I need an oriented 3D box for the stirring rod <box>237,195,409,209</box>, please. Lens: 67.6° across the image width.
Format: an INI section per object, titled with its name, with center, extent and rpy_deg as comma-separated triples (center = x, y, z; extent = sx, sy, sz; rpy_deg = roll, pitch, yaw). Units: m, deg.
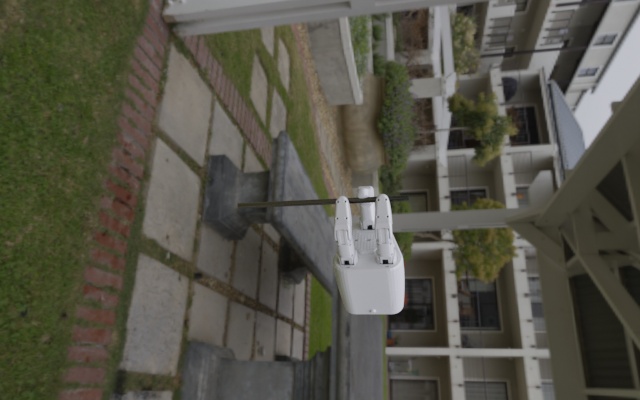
[stirring rod]
center = 0.000, 0.002, 0.662
extent = 0.239, 0.011, 0.011
rpy_deg = -3, -1, 11
